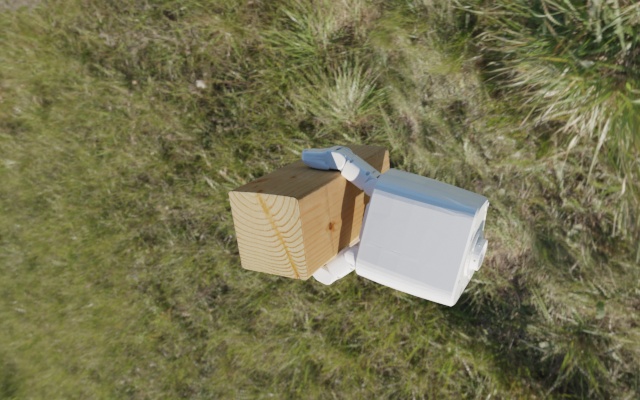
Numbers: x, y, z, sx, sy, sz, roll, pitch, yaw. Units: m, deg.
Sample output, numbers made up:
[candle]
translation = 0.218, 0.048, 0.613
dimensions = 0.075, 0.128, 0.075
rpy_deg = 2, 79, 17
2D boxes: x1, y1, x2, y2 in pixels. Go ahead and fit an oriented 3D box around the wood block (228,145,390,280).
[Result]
[wood block]
translation = 0.000, 0.002, 0.564
dimensions = 0.090, 0.091, 0.206
rpy_deg = 5, 21, 32
